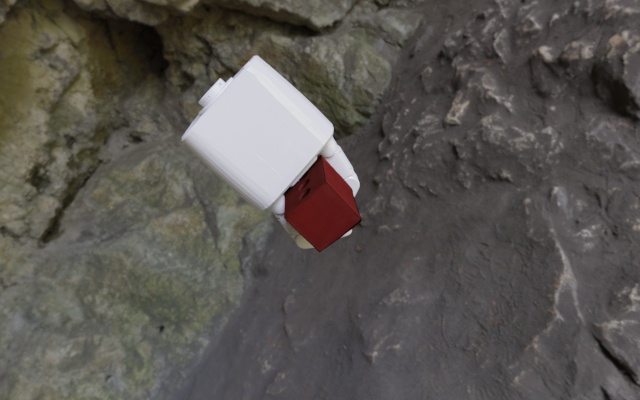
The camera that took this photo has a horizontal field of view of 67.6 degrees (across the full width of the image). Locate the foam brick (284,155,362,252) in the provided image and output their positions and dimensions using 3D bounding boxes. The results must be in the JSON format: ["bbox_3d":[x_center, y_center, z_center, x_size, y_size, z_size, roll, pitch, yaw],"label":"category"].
[{"bbox_3d":[0.000,0.002,0.463,0.053,0.051,0.078,-39,21,13],"label":"foam brick"}]
